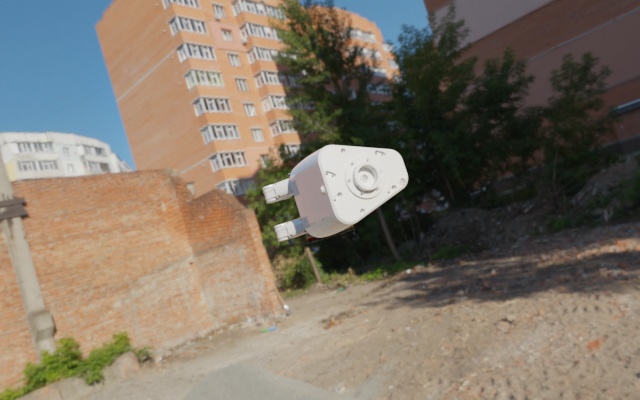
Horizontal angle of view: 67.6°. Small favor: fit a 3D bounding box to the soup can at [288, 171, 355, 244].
[{"bbox_3d":[0.000,0.002,0.664,0.068,0.102,0.068,-17,-4,-1],"label":"soup can"}]
